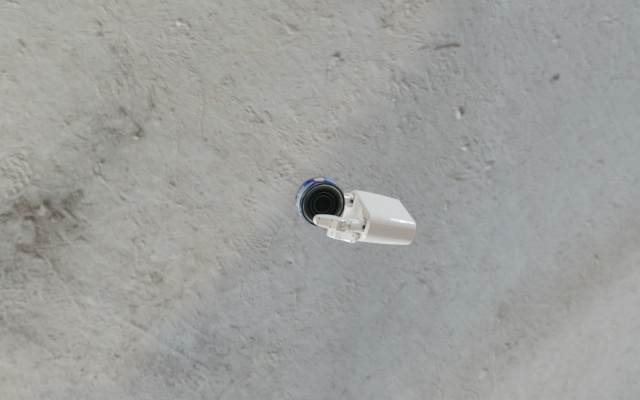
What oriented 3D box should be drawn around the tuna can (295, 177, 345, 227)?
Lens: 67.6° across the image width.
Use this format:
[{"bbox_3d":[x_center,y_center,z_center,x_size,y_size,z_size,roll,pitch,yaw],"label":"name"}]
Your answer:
[{"bbox_3d":[0.000,0.003,0.848,0.086,0.086,0.033,0,18,-17],"label":"tuna can"}]
